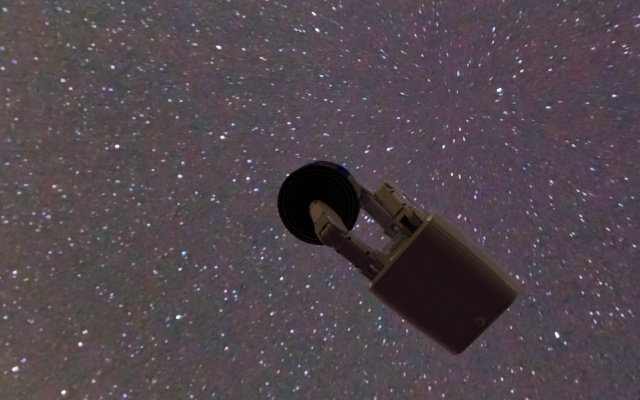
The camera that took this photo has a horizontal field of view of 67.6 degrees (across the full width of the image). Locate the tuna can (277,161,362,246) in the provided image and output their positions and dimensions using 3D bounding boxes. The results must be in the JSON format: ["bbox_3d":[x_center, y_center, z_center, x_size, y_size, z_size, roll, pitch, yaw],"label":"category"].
[{"bbox_3d":[0.000,0.001,0.505,0.086,0.086,0.033,0,14,12],"label":"tuna can"}]
